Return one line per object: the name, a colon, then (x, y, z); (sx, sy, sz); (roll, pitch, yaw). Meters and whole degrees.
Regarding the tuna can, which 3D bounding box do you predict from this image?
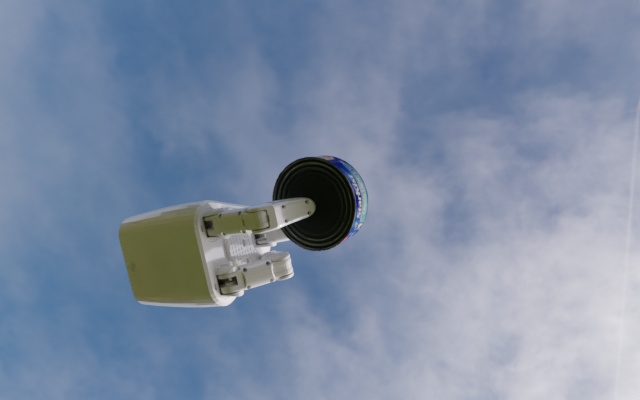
tuna can: (0.000, 0.001, 0.442); (0.086, 0.086, 0.033); (0, 9, 29)
